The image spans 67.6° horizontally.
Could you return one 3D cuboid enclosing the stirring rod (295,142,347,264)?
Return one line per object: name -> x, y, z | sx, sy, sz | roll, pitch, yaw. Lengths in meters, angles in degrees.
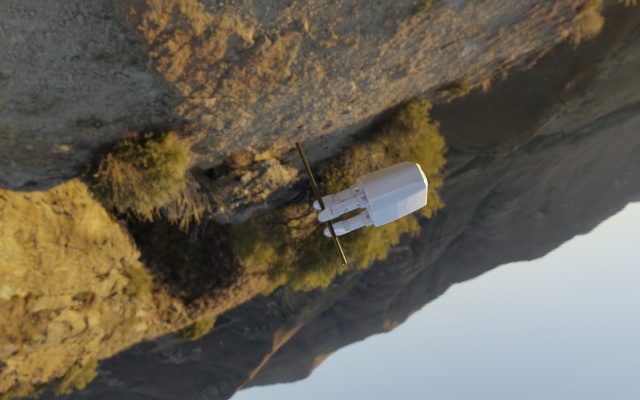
stirring rod -> 0.000, 0.003, 0.873 | 0.011, 0.239, 0.011 | -21, -9, -3
